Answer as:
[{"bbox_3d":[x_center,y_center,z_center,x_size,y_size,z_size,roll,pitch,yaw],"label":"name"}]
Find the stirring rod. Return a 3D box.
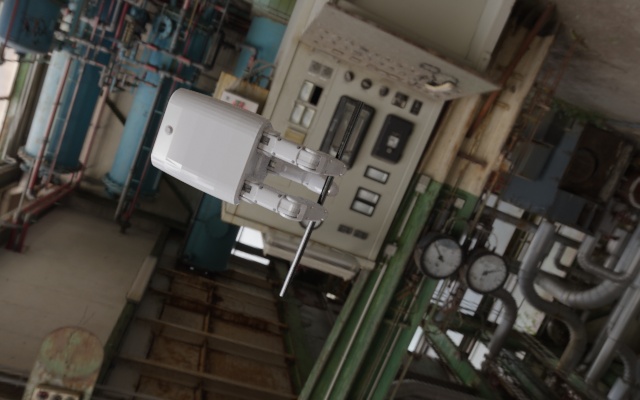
[{"bbox_3d":[0.000,0.002,0.542,0.011,0.239,0.011,21,10,-4],"label":"stirring rod"}]
